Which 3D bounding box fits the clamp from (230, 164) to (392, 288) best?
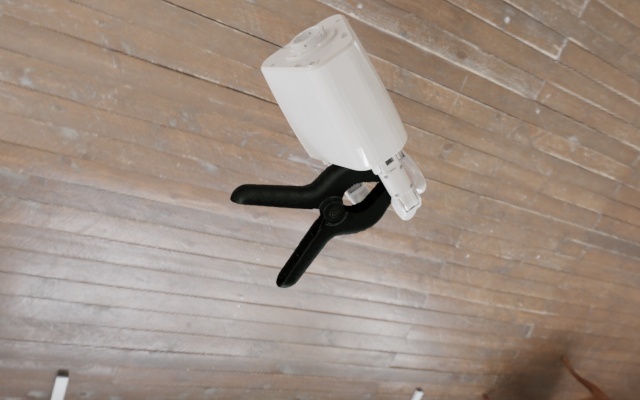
[{"bbox_3d":[0.000,0.002,0.474,0.171,0.120,0.039,-35,31,-3],"label":"clamp"}]
